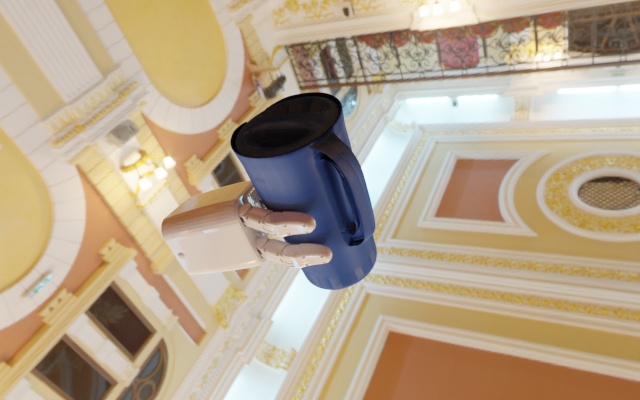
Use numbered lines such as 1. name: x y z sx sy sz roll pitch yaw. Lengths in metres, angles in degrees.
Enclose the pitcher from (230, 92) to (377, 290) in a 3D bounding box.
1. pitcher: 0.000 0.002 0.595 0.145 0.243 0.149 -12 37 13
